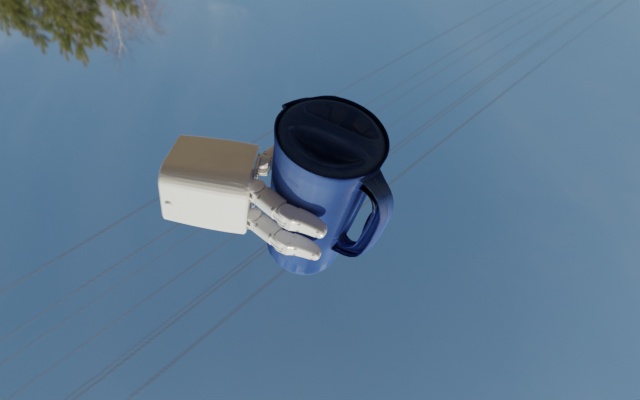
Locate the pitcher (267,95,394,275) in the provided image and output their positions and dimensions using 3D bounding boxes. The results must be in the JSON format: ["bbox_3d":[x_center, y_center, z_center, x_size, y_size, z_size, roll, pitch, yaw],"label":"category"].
[{"bbox_3d":[0.000,0.002,0.620,0.145,0.149,0.243,9,-39,-5],"label":"pitcher"}]
